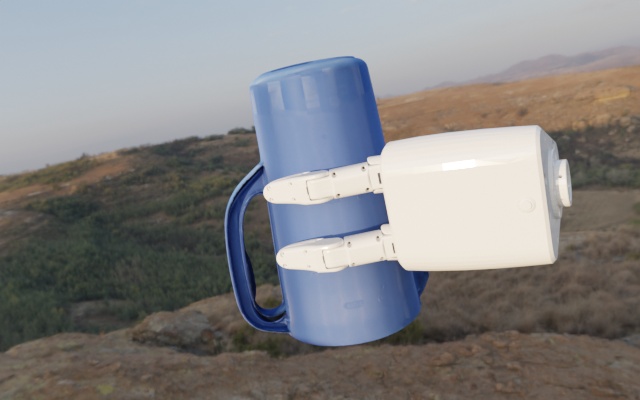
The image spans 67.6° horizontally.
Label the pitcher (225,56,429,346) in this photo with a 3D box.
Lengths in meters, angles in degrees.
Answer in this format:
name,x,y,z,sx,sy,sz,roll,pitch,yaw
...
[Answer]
name,x,y,z,sx,sy,sz,roll,pitch,yaw
pitcher,0.000,0.001,0.443,0.145,0.243,0.149,-5,12,33
